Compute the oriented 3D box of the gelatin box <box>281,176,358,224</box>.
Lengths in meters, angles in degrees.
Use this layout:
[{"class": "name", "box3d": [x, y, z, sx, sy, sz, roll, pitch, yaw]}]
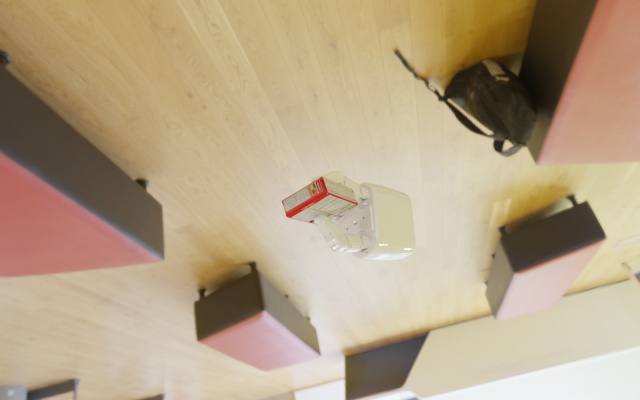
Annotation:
[{"class": "gelatin box", "box3d": [0.000, 0.003, 0.681, 0.073, 0.030, 0.089, -30, -24, 25]}]
